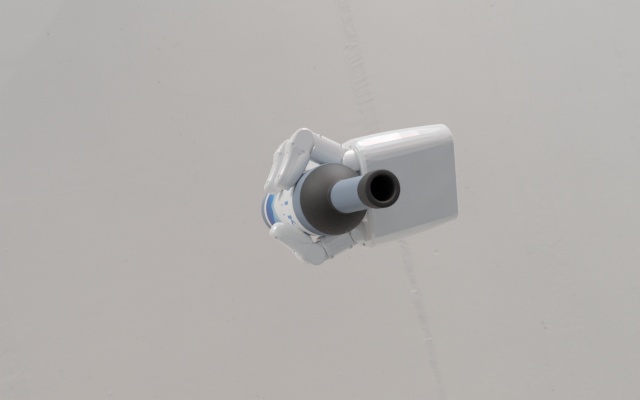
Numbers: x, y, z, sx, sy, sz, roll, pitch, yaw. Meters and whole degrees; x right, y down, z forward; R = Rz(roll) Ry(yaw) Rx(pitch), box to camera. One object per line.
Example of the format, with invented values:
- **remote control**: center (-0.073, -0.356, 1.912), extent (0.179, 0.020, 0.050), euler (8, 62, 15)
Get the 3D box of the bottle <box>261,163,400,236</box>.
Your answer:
- **bottle**: center (0.000, 0.002, 0.469), extent (0.069, 0.069, 0.296), euler (0, -4, -17)
